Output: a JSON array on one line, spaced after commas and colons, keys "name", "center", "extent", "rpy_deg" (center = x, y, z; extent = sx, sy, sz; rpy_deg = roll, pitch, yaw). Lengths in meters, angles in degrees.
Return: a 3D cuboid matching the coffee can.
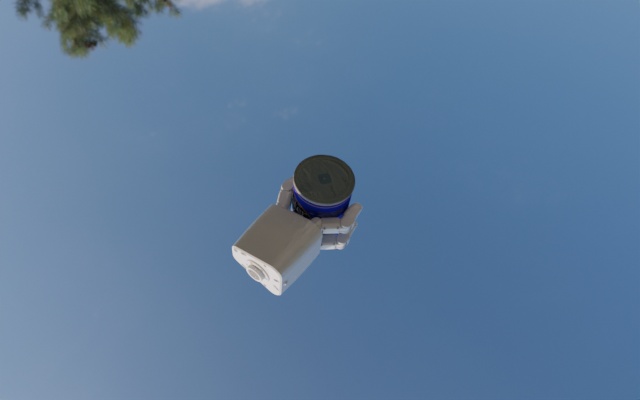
[{"name": "coffee can", "center": [0.000, 0.003, 0.840], "extent": [0.103, 0.102, 0.140], "rpy_deg": [0, -34, -6]}]
